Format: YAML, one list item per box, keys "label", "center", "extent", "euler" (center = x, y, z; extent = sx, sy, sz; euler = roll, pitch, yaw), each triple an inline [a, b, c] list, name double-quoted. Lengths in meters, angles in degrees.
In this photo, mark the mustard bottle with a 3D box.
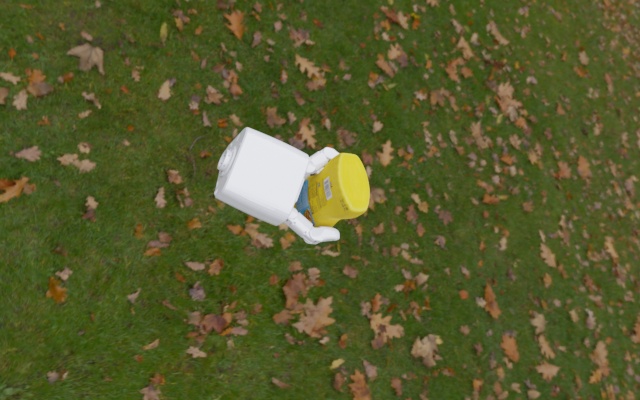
- label: "mustard bottle"
  center: [0.001, 0.003, 0.776]
  extent: [0.058, 0.096, 0.192]
  euler: [1, -20, -34]
